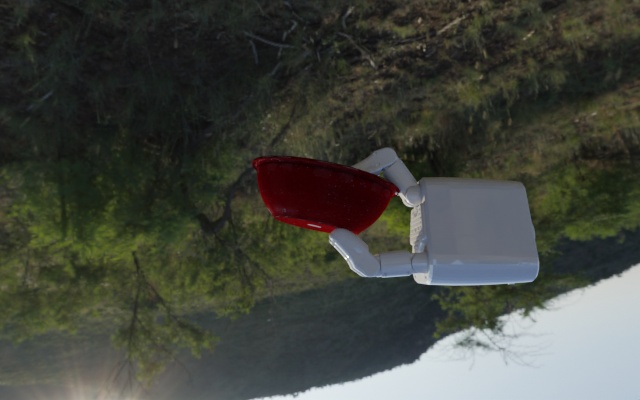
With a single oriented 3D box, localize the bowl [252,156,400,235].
[{"bbox_3d":[-0.001,0.002,0.511,0.162,0.055,0.162,12,-8,2],"label":"bowl"}]
